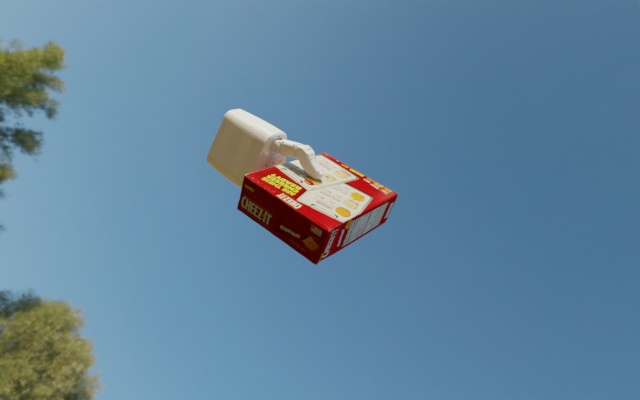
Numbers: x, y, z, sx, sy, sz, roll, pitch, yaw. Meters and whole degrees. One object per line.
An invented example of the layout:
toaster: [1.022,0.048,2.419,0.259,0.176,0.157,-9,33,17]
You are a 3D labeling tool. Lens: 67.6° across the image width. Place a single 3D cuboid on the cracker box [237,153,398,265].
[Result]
cracker box: [0.000,0.002,0.769,0.164,0.072,0.213,32,31,24]
